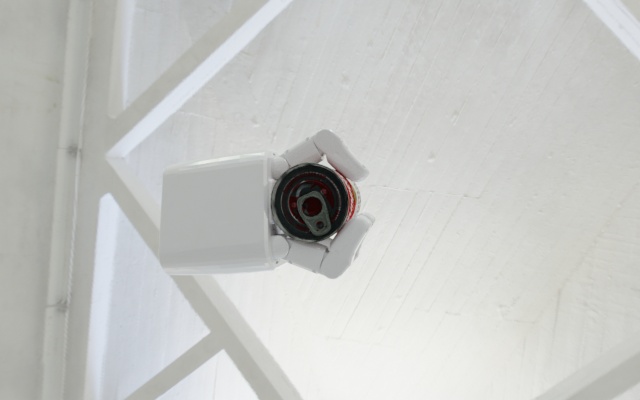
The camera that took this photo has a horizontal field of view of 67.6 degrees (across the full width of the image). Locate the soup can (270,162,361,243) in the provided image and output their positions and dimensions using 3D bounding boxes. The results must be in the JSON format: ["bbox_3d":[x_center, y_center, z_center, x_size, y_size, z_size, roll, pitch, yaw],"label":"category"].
[{"bbox_3d":[0.001,0.001,0.449,0.068,0.068,0.102,0,1,11],"label":"soup can"}]
